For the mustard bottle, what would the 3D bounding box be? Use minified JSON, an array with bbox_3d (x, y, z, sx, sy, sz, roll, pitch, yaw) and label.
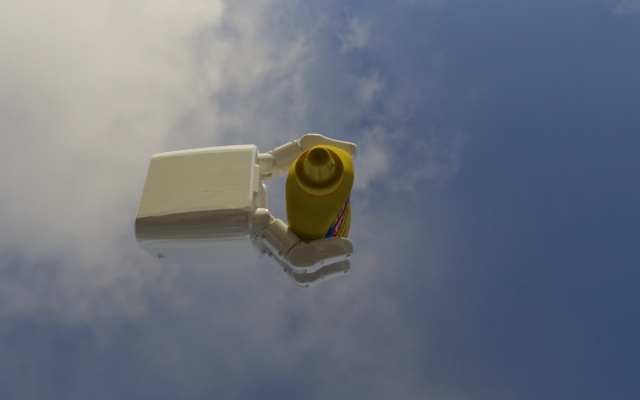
[{"bbox_3d":[0.000,0.002,0.463,0.058,0.096,0.192,19,-21,10],"label":"mustard bottle"}]
